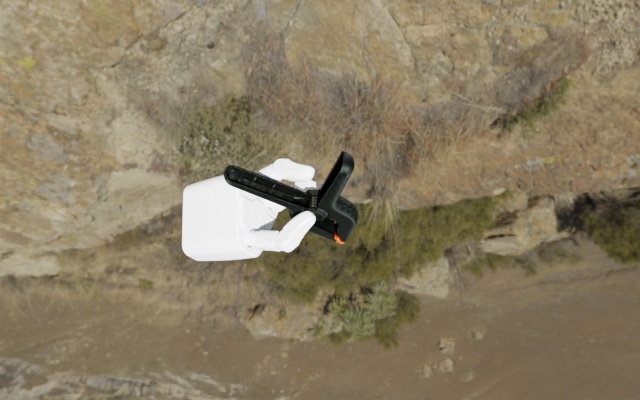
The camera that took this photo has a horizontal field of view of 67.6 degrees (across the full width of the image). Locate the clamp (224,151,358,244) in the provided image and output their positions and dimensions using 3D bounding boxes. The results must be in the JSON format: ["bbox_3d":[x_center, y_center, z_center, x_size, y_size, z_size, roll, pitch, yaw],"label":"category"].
[{"bbox_3d":[0.000,0.003,0.617,0.164,0.036,0.210,-7,-31,29],"label":"clamp"}]
